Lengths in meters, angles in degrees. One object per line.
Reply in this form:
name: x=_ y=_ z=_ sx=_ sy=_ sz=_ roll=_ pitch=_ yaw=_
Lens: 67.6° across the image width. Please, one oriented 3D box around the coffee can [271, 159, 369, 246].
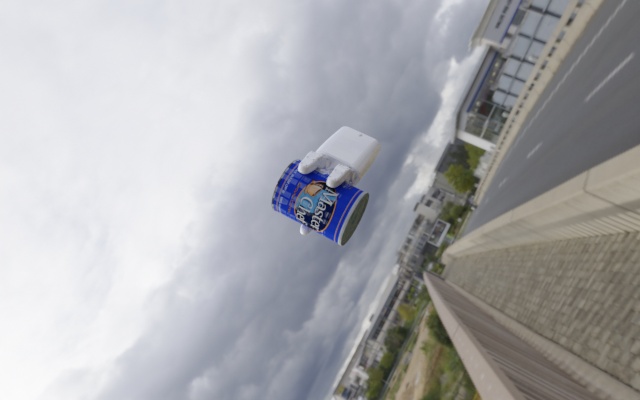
coffee can: x=0.000 y=0.003 z=0.838 sx=0.140 sy=0.103 sz=0.103 roll=27 pitch=7 yaw=14
